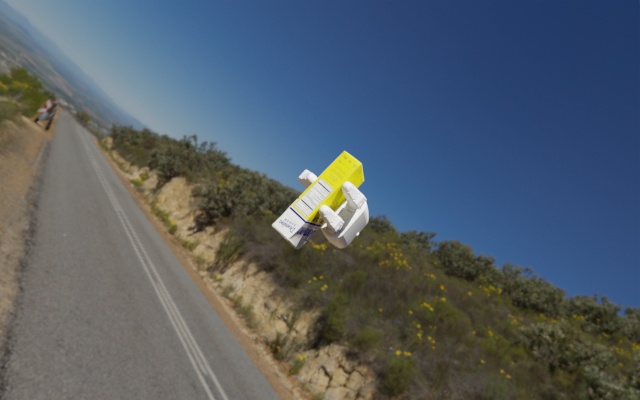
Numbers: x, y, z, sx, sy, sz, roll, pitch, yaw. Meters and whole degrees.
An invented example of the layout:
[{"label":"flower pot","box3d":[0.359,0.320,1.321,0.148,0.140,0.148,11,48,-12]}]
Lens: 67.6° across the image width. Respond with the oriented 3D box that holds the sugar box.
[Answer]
[{"label":"sugar box","box3d":[0.001,0.003,0.820,0.048,0.176,0.093,39,-7,17]}]
